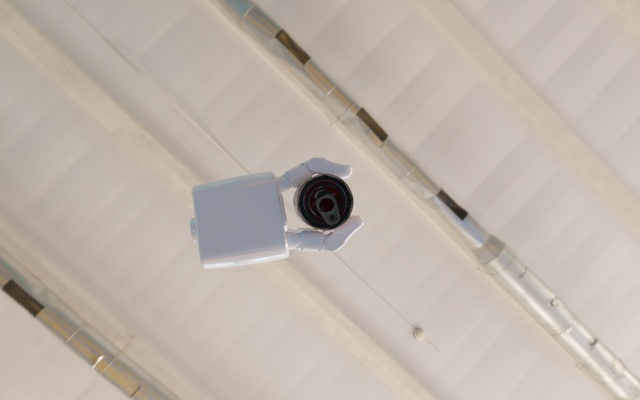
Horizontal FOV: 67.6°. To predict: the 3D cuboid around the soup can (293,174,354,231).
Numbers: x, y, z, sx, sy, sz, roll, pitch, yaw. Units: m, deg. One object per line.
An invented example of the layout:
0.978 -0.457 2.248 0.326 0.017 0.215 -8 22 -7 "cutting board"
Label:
0.001 0.002 0.616 0.068 0.068 0.102 0 0 -7 "soup can"
